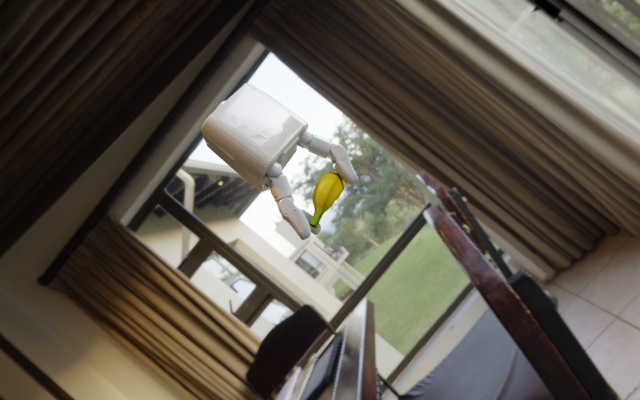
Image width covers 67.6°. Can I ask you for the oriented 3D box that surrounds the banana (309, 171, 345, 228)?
[{"bbox_3d":[0.010,-0.012,0.708,0.037,0.069,0.198,35,11,2],"label":"banana"}]
